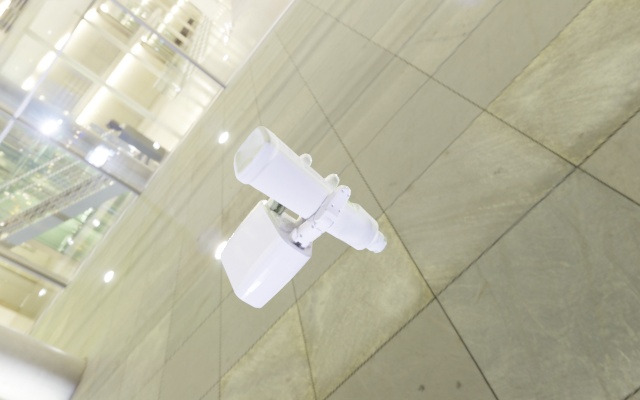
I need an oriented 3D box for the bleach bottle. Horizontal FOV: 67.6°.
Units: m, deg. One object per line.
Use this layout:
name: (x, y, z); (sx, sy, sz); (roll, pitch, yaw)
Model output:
bleach bottle: (0.000, 0.002, 0.658); (0.251, 0.068, 0.102); (37, 11, -25)
